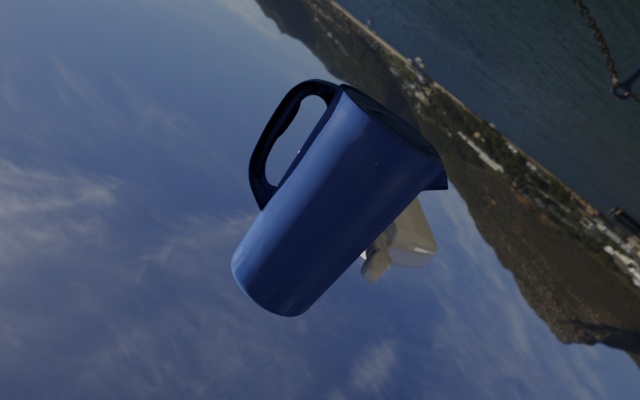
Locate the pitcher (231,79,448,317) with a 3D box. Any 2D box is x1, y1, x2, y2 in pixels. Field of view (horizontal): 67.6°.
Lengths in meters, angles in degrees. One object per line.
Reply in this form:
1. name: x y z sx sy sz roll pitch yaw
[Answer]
1. pitcher: 0.000 0.002 0.514 0.145 0.243 0.149 16 29 -47
